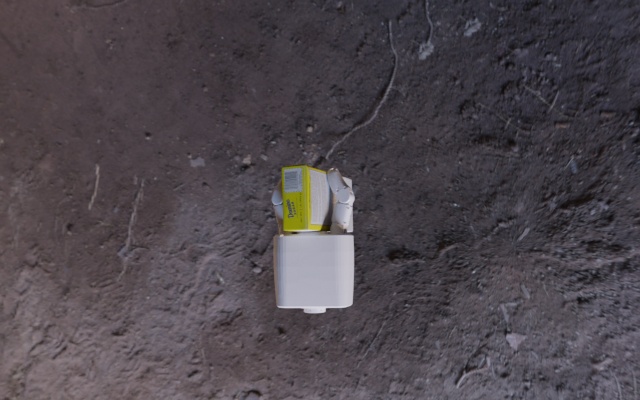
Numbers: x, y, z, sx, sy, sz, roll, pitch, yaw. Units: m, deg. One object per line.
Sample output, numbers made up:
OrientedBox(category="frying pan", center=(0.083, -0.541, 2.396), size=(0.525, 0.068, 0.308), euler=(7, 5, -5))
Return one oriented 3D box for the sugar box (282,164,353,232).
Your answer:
OrientedBox(category="sugar box", center=(0.000, 0.003, 0.737), size=(0.048, 0.093, 0.176), euler=(-4, -6, 22))
